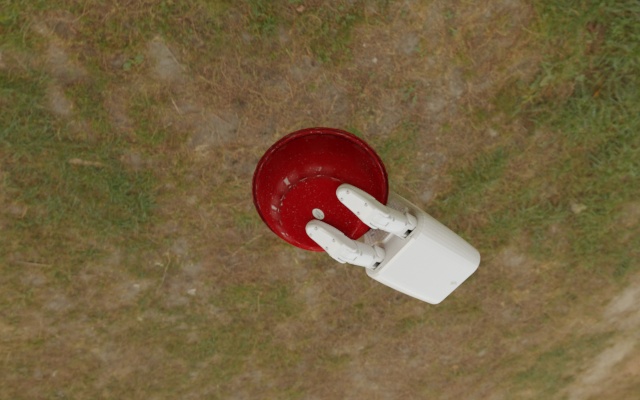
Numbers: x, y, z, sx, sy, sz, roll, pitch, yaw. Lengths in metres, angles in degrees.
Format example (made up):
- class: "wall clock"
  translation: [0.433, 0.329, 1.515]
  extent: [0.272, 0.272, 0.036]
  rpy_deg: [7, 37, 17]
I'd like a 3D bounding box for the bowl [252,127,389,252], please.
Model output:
- class: "bowl"
  translation: [-0.001, 0.002, 0.541]
  extent: [0.162, 0.162, 0.055]
  rpy_deg: [0, 28, 0]
